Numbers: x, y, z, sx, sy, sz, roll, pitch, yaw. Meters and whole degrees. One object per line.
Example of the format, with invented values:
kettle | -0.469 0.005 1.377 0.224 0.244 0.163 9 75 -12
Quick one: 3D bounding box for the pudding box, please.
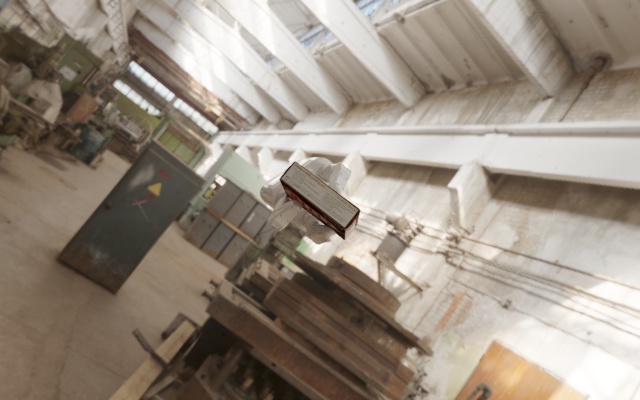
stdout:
pudding box | 0.000 0.002 0.654 0.113 0.039 0.090 35 -8 9
